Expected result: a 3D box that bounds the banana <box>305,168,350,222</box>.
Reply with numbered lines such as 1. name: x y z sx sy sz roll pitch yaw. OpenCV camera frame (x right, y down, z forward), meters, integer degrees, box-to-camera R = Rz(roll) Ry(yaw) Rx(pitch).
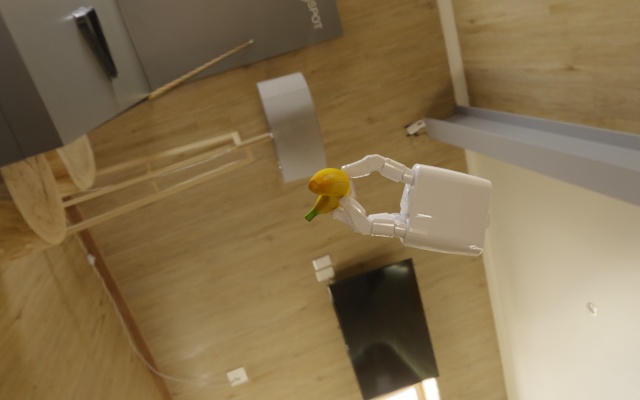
1. banana: 0.012 -0.010 0.662 0.037 0.069 0.198 41 -13 9
